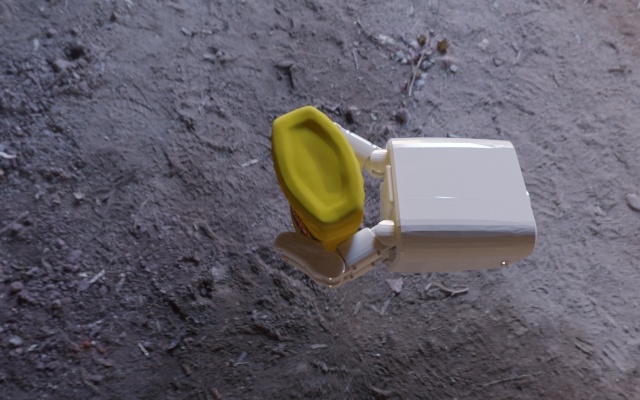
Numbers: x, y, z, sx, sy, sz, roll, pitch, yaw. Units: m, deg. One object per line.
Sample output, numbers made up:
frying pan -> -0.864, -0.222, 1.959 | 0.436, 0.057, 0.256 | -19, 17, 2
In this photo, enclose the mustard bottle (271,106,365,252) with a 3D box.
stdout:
mustard bottle -> 0.000, 0.001, 0.422 | 0.058, 0.096, 0.192 | -25, -16, -6
